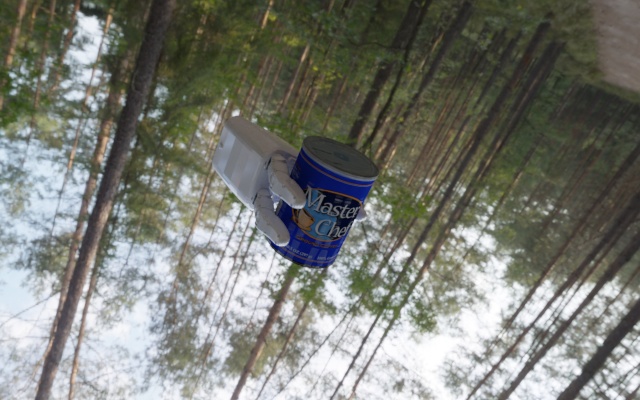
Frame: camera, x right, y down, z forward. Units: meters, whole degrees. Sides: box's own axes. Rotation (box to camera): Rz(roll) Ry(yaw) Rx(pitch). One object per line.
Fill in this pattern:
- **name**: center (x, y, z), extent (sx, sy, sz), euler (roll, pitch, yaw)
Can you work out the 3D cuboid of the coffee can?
- **coffee can**: center (0.000, 0.002, 0.618), extent (0.103, 0.140, 0.102), euler (20, 24, -9)
